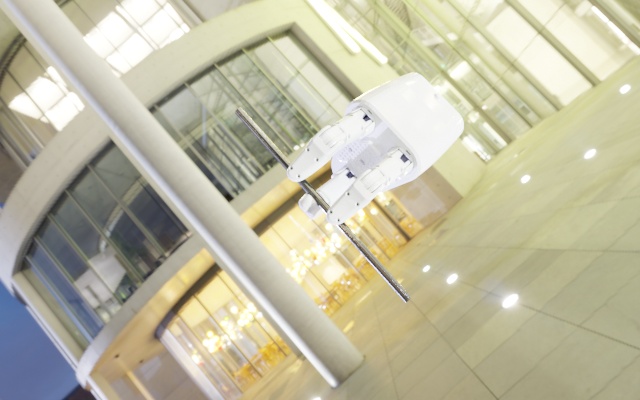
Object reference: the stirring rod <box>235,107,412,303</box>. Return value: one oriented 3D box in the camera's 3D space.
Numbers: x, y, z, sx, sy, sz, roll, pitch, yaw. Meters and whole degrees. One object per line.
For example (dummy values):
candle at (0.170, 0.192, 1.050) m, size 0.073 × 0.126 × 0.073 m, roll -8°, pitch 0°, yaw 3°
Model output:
stirring rod at (0.000, 0.002, 0.448) m, size 0.011 × 0.239 × 0.011 m, roll -41°, pitch -7°, yaw -6°
